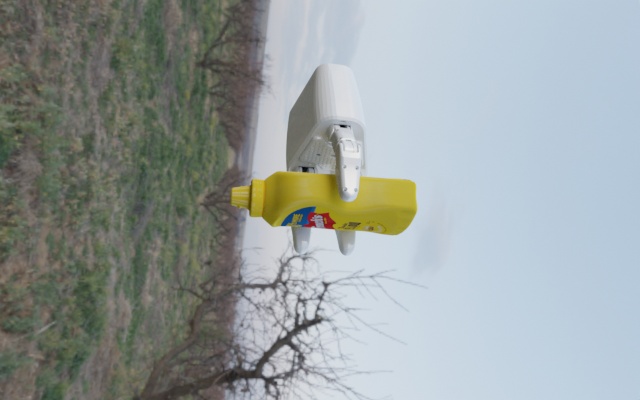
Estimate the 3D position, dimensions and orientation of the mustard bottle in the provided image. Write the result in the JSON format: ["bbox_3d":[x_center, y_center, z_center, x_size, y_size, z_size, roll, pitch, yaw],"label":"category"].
[{"bbox_3d":[0.000,0.002,0.517,0.191,0.058,0.096,4,-16,-11],"label":"mustard bottle"}]
